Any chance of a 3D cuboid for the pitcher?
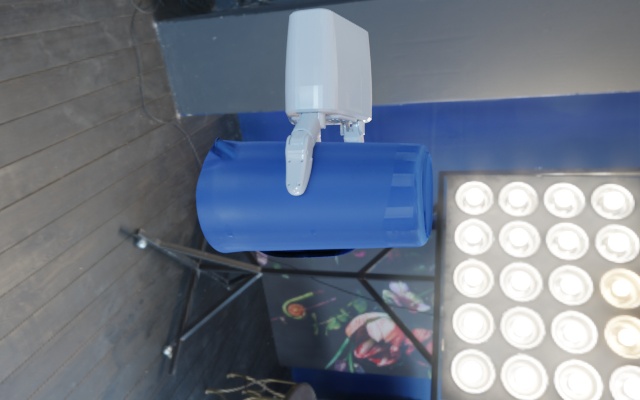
[{"bbox_3d":[0.000,0.002,0.538,0.243,0.145,0.149,0,0,18],"label":"pitcher"}]
